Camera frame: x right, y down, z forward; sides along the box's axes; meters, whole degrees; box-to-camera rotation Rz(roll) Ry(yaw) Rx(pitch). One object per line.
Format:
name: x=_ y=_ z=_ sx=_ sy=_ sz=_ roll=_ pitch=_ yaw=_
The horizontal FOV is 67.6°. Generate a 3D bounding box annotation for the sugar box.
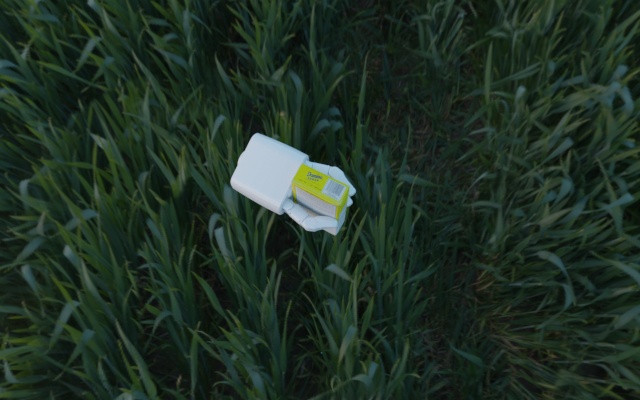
sugar box: x=0.000 y=0.002 z=0.865 sx=0.093 sy=0.048 sz=0.176 roll=27 pitch=-16 yaw=9
